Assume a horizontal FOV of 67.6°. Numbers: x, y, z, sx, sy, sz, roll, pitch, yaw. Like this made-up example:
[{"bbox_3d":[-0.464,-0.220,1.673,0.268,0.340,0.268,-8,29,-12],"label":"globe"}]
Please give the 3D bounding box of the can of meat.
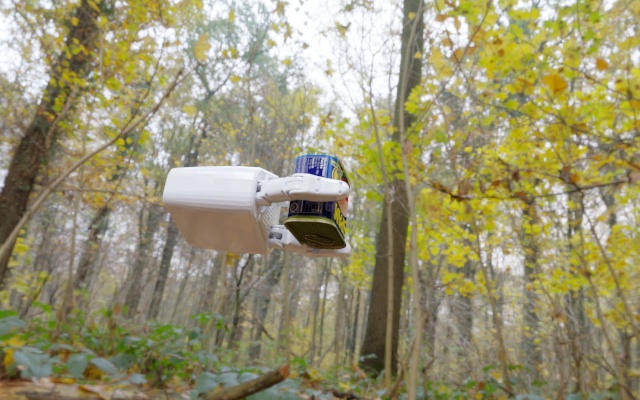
[{"bbox_3d":[0.000,0.001,0.548,0.057,0.084,0.102,1,-22,14],"label":"can of meat"}]
